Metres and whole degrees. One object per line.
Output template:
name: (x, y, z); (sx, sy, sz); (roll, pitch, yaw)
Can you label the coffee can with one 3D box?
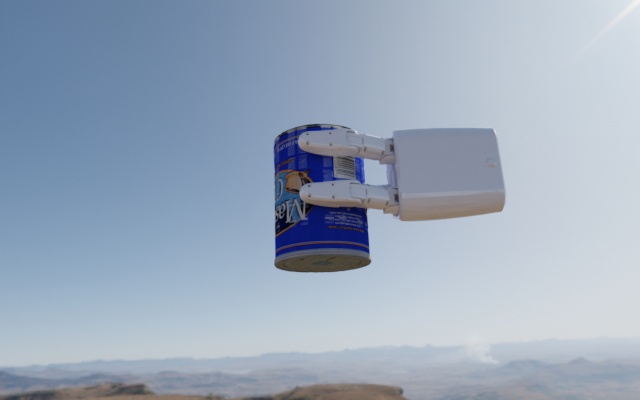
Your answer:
coffee can: (0.000, 0.002, 0.524); (0.103, 0.140, 0.103); (-2, -18, -1)
